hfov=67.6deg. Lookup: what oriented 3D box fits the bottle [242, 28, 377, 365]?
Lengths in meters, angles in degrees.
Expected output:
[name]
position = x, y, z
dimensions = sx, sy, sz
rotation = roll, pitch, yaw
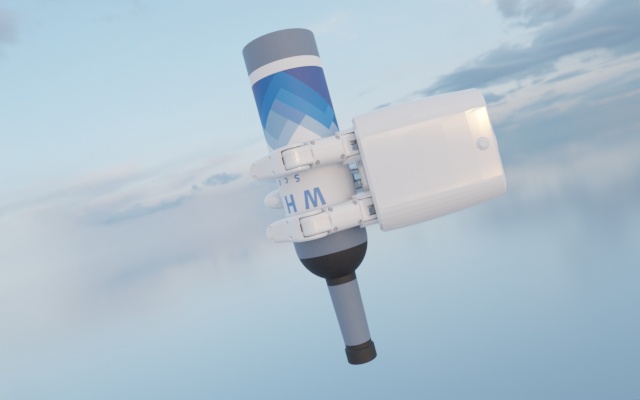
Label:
[bottle]
position = 0.000, 0.001, 0.430
dimensions = 0.069, 0.295, 0.069
rotation = -15, 1, 0
